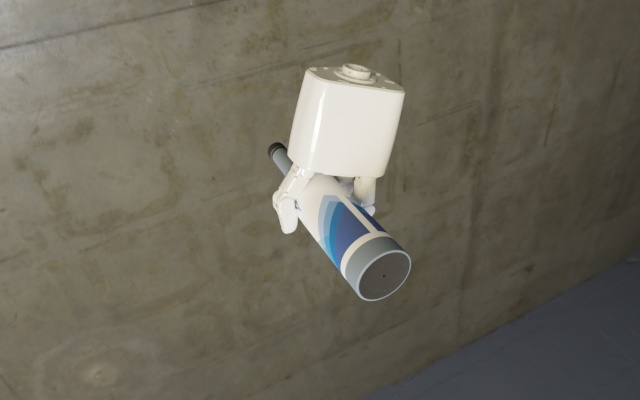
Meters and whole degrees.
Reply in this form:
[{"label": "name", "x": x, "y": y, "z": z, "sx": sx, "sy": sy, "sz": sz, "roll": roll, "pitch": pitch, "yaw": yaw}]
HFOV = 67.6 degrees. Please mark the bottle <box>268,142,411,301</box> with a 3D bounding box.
[{"label": "bottle", "x": 0.000, "y": 0.002, "z": 0.596, "sx": 0.069, "sy": 0.069, "sz": 0.295, "roll": 0, "pitch": 31, "yaw": -32}]
